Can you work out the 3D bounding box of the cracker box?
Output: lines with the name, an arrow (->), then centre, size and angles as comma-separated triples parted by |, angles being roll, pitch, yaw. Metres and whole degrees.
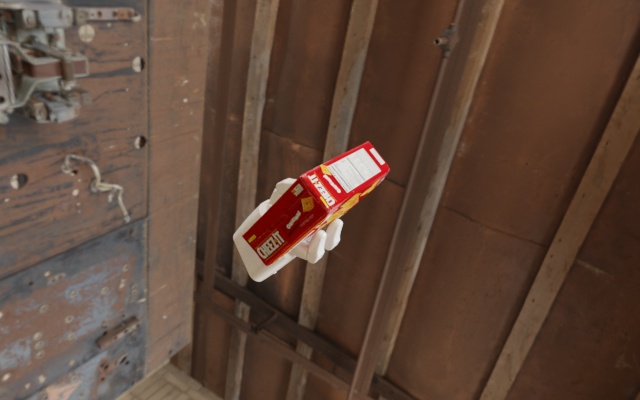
cracker box -> 0.000, 0.002, 0.766 | 0.164, 0.072, 0.213 | -43, -7, 37
